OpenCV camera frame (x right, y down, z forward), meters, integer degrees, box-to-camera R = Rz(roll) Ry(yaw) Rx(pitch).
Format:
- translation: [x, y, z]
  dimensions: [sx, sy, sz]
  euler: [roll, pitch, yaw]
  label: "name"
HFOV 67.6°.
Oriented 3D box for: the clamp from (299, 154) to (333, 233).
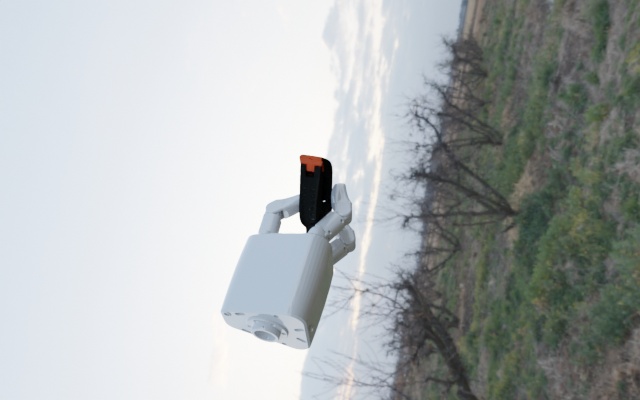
- translation: [-0.001, 0.002, 0.642]
  dimensions: [0.036, 0.164, 0.210]
  euler: [8, -39, 11]
  label: "clamp"
